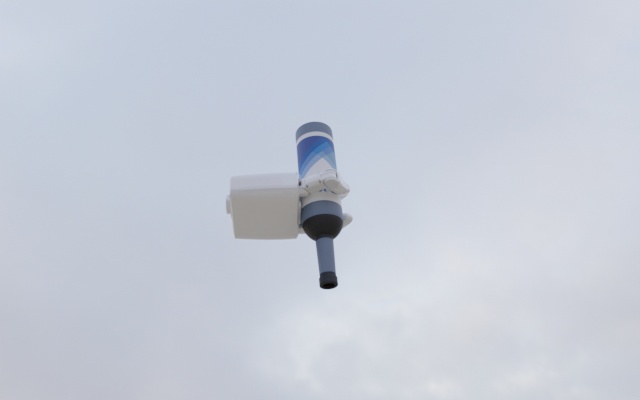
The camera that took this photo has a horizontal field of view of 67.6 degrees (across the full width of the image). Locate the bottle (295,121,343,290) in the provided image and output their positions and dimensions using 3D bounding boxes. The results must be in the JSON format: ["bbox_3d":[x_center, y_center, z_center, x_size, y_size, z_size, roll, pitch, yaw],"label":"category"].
[{"bbox_3d":[0.000,0.002,0.774,0.069,0.295,0.069,-4,-34,-3],"label":"bottle"}]
